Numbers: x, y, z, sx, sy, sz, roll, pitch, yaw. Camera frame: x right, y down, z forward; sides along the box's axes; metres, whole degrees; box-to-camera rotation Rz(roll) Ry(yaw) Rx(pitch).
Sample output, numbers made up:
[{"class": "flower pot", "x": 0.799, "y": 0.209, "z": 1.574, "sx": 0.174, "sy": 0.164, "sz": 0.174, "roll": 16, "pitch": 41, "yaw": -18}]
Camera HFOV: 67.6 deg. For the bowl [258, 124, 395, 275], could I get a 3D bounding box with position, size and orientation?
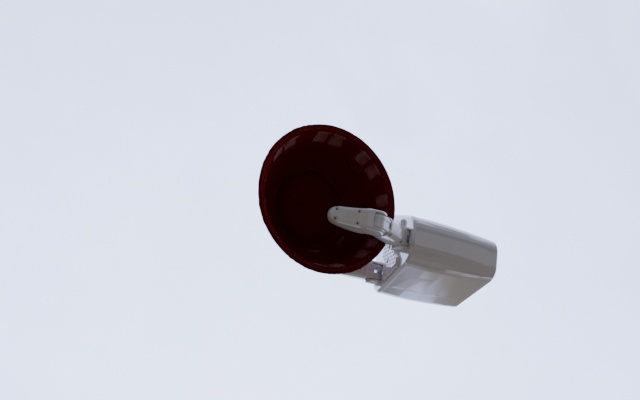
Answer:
[{"class": "bowl", "x": -0.001, "y": 0.001, "z": 0.522, "sx": 0.162, "sy": 0.162, "sz": 0.055, "roll": 0, "pitch": -12, "yaw": -27}]
